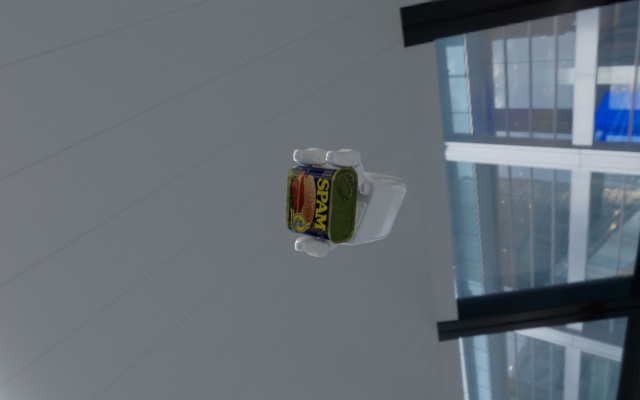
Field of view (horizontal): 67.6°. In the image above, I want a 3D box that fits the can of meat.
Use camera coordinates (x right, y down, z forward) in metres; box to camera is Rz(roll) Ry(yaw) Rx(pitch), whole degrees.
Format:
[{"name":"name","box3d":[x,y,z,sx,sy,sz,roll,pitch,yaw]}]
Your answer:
[{"name":"can of meat","box3d":[0.000,0.002,0.664,0.084,0.102,0.057,9,9,37]}]
